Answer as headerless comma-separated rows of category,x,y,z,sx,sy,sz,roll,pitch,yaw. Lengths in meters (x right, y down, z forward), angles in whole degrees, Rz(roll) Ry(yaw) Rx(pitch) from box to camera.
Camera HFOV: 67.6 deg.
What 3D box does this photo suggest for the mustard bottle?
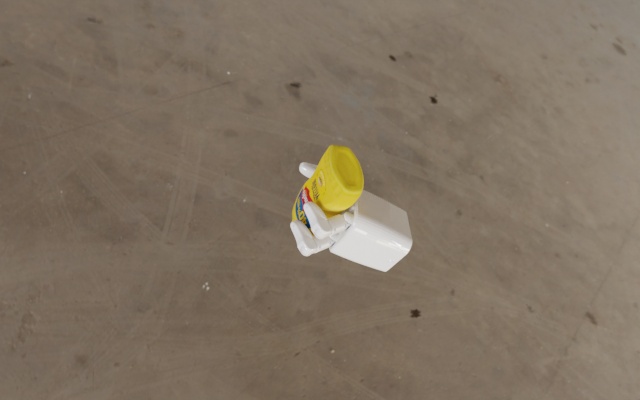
mustard bottle,0.000,0.002,0.784,0.058,0.096,0.192,3,-35,-28
